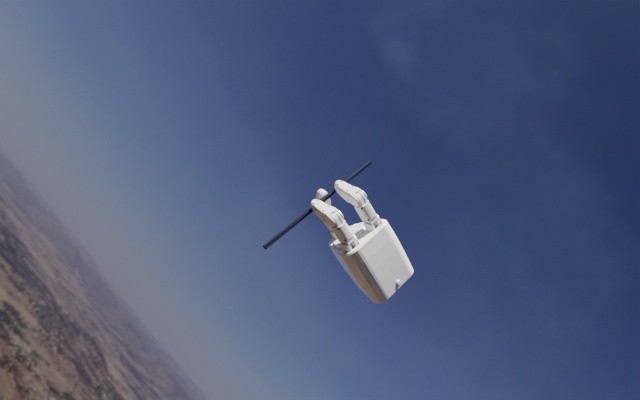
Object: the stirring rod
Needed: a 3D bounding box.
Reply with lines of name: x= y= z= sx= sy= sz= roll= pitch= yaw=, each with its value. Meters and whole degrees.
stirring rod: x=0.000 y=0.003 z=0.777 sx=0.239 sy=0.011 sz=0.011 roll=-39 pitch=18 yaw=-24
